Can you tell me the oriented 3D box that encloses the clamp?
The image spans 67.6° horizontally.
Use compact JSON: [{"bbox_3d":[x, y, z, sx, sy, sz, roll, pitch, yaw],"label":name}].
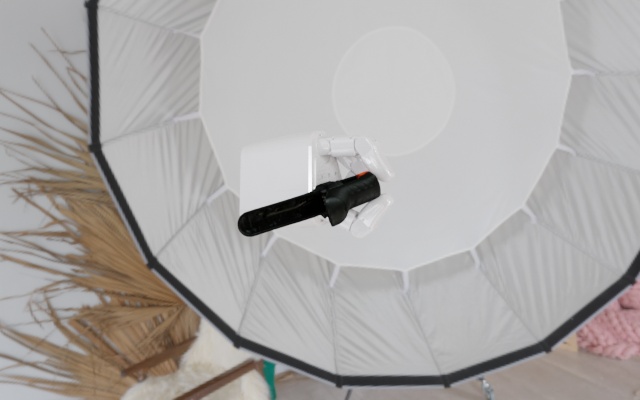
[{"bbox_3d":[0.000,0.001,0.487,0.120,0.039,0.171,-4,8,28],"label":"clamp"}]
